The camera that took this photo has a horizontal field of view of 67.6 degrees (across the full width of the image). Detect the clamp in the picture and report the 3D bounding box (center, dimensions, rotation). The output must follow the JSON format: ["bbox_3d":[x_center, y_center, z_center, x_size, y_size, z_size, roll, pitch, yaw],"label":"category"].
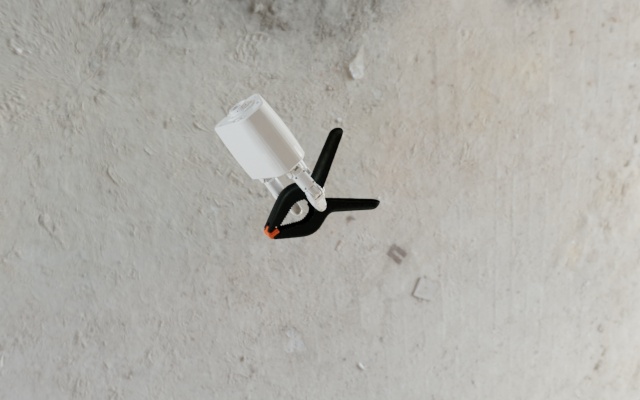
[{"bbox_3d":[0.000,0.003,0.807,0.210,0.165,0.036,-43,25,-11],"label":"clamp"}]
